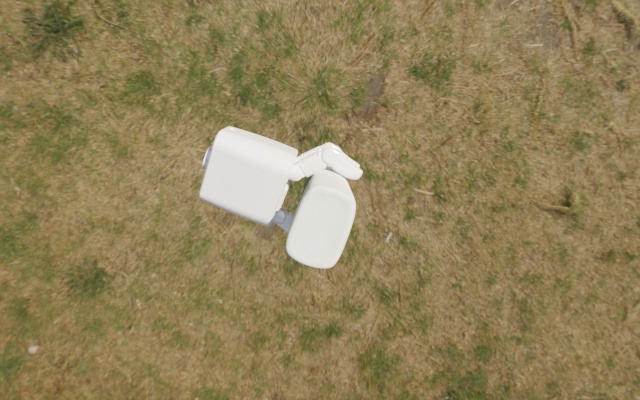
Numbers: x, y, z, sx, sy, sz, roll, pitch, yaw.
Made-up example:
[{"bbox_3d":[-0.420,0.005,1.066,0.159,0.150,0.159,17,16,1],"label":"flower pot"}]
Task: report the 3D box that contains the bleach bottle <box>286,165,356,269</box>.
[{"bbox_3d":[0.000,0.002,0.668,0.068,0.102,0.250,20,12,-5],"label":"bleach bottle"}]
